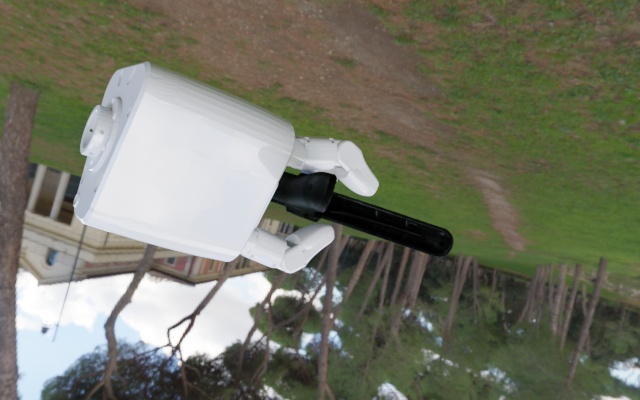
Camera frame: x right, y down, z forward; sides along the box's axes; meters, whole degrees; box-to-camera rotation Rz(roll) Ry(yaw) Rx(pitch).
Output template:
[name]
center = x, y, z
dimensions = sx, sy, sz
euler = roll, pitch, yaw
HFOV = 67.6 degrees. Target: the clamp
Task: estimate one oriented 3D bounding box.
[clamp]
center = -0.001, 0.002, 0.414
dimensions = 0.164, 0.036, 0.210
euler = 23, -5, -37
